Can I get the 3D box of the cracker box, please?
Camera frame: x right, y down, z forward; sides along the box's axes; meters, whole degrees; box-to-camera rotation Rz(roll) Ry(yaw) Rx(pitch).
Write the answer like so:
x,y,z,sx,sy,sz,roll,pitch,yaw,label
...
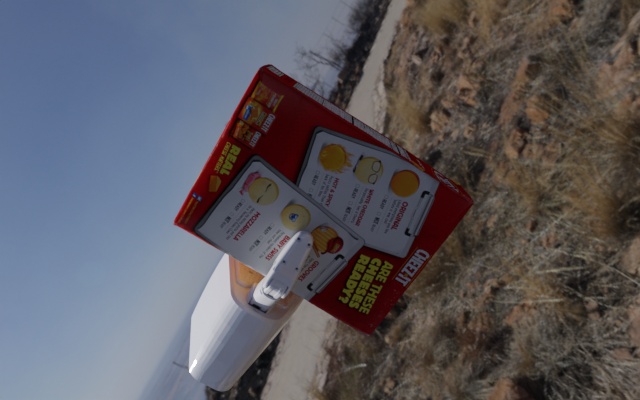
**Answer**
x,y,z,sx,sy,sz,roll,pitch,yaw,label
0.000,0.001,0.445,0.214,0.164,0.072,31,19,-8,cracker box
